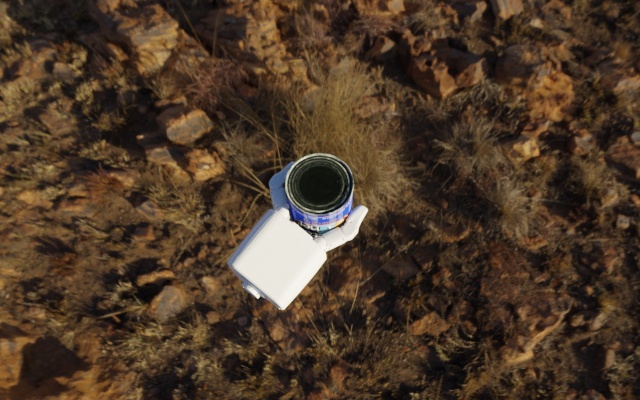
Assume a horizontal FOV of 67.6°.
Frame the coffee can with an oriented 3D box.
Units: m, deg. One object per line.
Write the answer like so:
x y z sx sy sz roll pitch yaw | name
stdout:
0.000 0.002 0.766 0.103 0.102 0.140 0 -24 2 | coffee can
